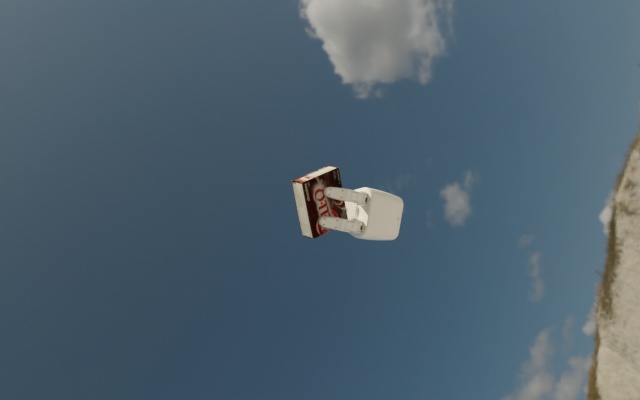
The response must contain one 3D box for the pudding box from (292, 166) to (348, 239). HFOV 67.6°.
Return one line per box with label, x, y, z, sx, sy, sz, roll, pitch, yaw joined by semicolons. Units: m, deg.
pudding box;0.000;0.003;0.883;0.090;0.113;0.039;-26;22;-36
